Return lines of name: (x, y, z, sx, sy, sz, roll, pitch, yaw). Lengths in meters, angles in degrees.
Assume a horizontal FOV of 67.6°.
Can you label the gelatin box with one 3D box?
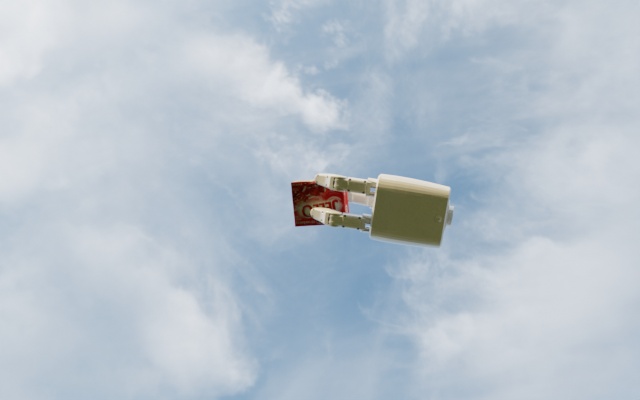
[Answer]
gelatin box: (0.000, 0.002, 0.766, 0.089, 0.073, 0.030, -3, 6, 18)
